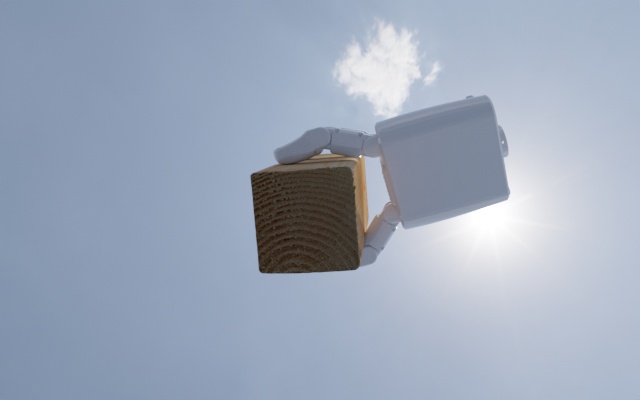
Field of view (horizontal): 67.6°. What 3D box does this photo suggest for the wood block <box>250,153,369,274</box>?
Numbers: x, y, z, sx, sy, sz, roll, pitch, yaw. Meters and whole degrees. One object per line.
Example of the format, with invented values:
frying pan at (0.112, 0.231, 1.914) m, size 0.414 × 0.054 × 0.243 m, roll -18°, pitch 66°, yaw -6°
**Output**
wood block at (0.001, 0.002, 0.501) m, size 0.090 × 0.091 × 0.206 m, roll -4°, pitch 8°, yaw 9°
